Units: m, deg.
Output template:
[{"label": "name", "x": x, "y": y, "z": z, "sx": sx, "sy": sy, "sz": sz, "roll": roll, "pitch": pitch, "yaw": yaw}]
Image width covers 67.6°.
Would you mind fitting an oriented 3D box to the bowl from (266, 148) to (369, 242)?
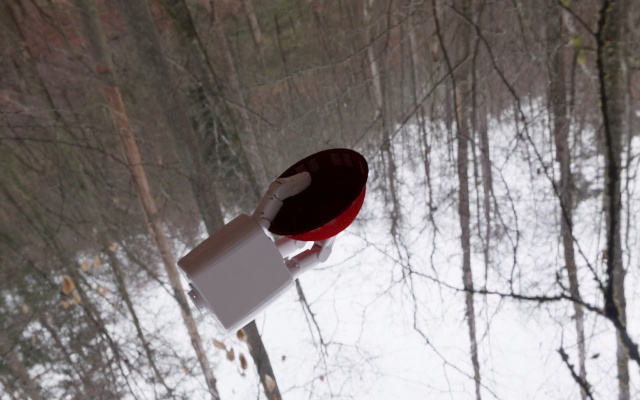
[{"label": "bowl", "x": 0.001, "y": 0.002, "z": 0.646, "sx": 0.162, "sy": 0.162, "sz": 0.055, "roll": 0, "pitch": -43, "yaw": 38}]
